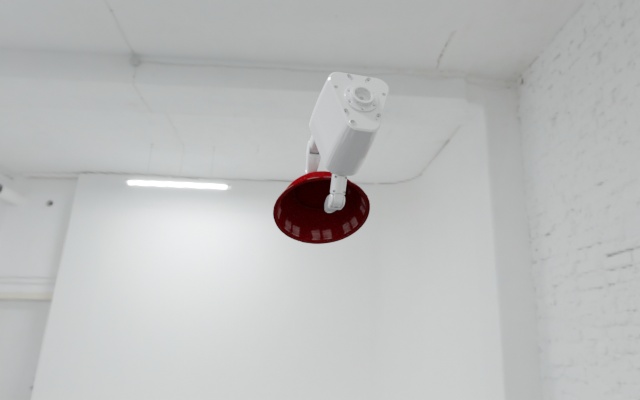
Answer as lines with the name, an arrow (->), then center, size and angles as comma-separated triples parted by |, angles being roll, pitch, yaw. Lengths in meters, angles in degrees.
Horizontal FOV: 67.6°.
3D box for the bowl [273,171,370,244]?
bowl -> -0.001, 0.003, 0.810 | 0.162, 0.162, 0.055 | -3, 45, -3
